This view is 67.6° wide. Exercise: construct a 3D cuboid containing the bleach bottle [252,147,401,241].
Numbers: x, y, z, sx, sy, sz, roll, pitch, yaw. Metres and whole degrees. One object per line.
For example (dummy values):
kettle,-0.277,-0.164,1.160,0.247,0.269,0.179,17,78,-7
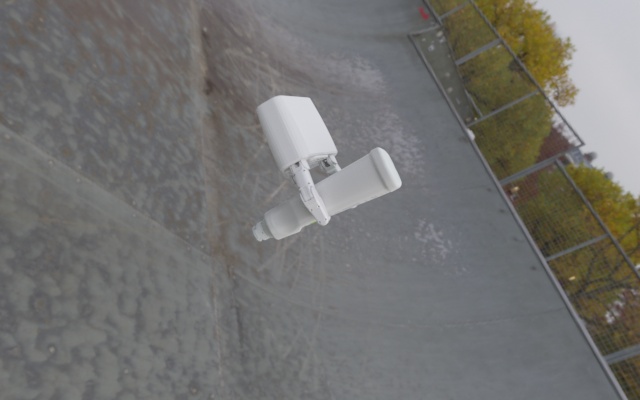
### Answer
bleach bottle,0.000,0.003,0.759,0.251,0.068,0.102,-26,-6,15
